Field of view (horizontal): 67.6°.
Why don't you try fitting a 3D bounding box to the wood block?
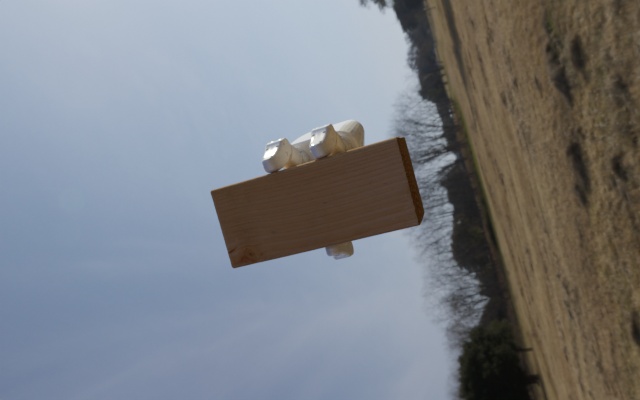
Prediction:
[{"bbox_3d":[0.000,0.002,0.526,0.206,0.091,0.090,-15,3,17],"label":"wood block"}]
